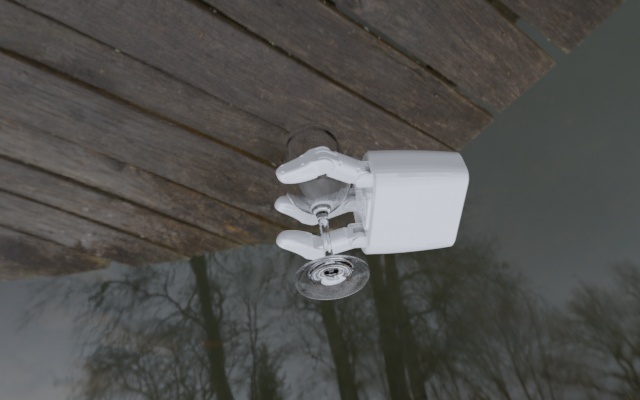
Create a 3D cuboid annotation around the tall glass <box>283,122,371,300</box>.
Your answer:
[{"bbox_3d":[0.000,0.002,0.520,0.079,0.200,0.079,-5,-42,-5],"label":"tall glass"}]
